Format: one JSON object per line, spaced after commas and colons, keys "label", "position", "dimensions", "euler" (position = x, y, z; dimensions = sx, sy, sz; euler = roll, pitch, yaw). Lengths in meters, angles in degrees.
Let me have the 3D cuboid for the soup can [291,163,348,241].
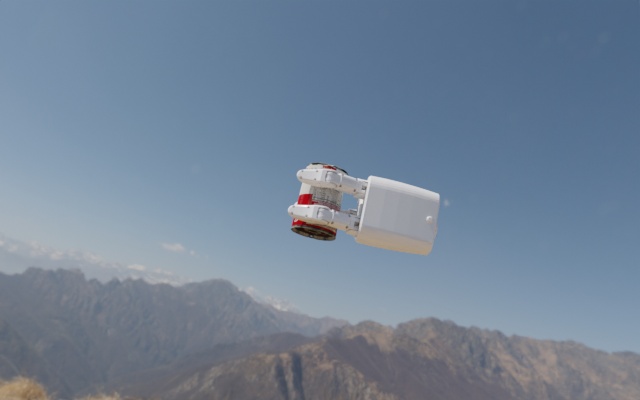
{"label": "soup can", "position": [0.000, 0.002, 0.717], "dimensions": [0.068, 0.102, 0.068], "euler": [12, -15, 3]}
